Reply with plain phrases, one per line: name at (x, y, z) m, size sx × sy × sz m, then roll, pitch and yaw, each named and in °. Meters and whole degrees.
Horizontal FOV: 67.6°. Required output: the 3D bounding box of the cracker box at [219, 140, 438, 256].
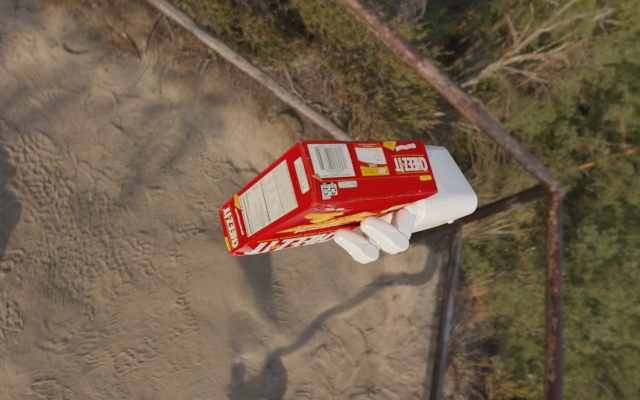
cracker box at (0.000, 0.002, 0.556) m, size 0.164 × 0.072 × 0.214 m, roll -5°, pitch -15°, yaw -34°
